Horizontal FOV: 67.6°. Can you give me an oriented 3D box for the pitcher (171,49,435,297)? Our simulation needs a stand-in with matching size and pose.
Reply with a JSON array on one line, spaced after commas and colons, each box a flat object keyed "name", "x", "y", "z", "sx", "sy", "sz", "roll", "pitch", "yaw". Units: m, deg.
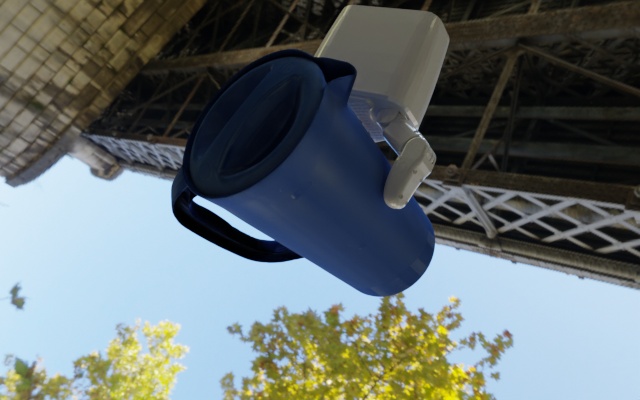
[{"name": "pitcher", "x": 0.000, "y": 0.001, "z": 0.429, "sx": 0.149, "sy": 0.145, "sz": 0.243, "roll": 7, "pitch": -25, "yaw": 41}]
